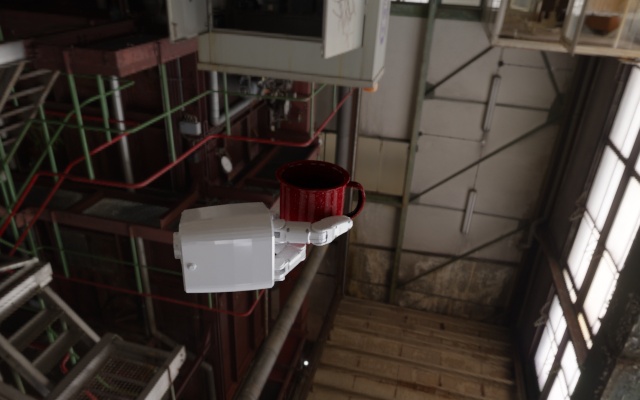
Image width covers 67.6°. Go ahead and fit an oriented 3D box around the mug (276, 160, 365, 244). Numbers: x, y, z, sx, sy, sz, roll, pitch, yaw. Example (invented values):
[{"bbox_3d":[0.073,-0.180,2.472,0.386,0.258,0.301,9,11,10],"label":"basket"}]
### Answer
[{"bbox_3d":[0.001,0.002,0.619,0.117,0.081,0.093,-3,28,-13],"label":"mug"}]
